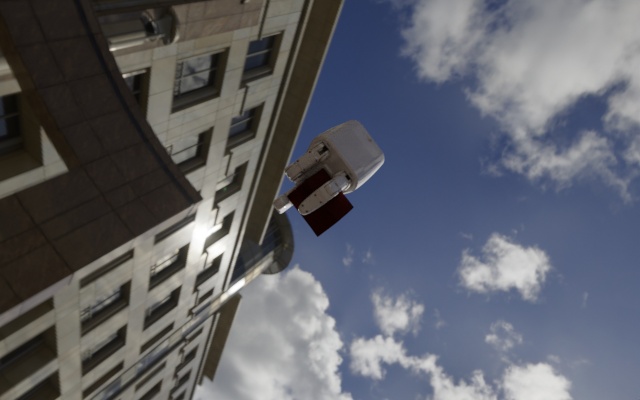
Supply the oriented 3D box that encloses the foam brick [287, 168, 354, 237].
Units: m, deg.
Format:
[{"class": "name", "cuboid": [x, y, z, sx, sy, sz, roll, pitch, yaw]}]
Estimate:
[{"class": "foam brick", "cuboid": [0.000, 0.003, 0.711, 0.053, 0.078, 0.051, -37, 0, 40]}]
